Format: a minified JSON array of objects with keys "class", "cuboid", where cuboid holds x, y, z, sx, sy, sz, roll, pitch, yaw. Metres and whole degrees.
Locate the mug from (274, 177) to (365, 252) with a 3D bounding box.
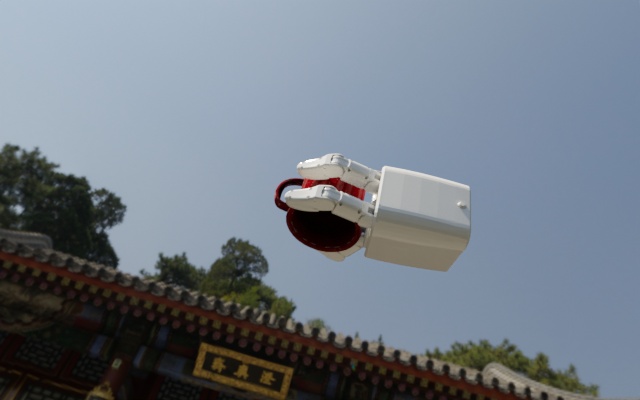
[{"class":"mug","cuboid":[-0.001,0.002,0.605,0.117,0.093,0.081,13,46,5]}]
